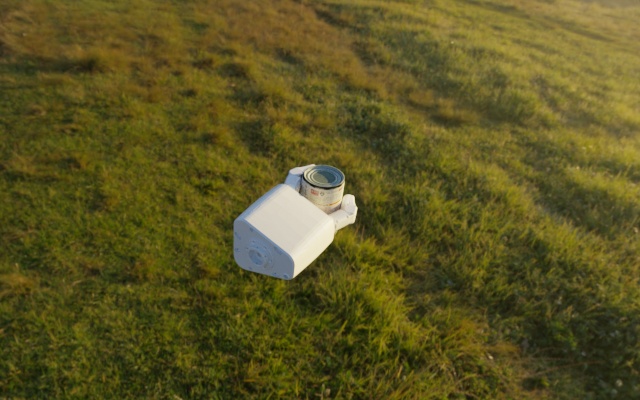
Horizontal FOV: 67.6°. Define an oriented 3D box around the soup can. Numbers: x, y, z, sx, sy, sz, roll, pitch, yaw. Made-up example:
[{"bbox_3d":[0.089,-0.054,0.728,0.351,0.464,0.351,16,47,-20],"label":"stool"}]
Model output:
[{"bbox_3d":[0.001,0.002,0.770,0.068,0.102,0.068,5,35,-3],"label":"soup can"}]
